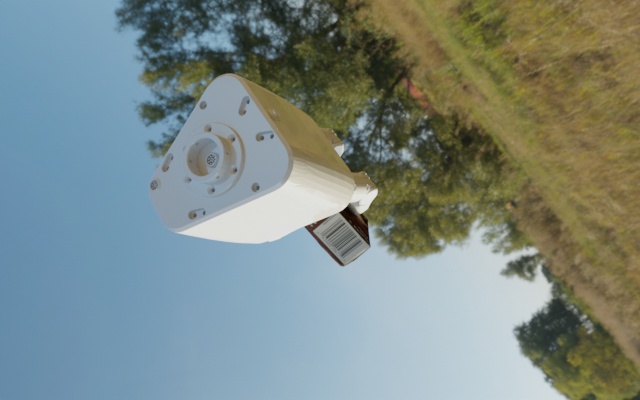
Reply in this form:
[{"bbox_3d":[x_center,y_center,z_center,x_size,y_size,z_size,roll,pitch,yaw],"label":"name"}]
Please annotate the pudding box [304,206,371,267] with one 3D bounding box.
[{"bbox_3d":[0.000,0.002,0.471,0.039,0.113,0.090,-38,9,13],"label":"pudding box"}]
